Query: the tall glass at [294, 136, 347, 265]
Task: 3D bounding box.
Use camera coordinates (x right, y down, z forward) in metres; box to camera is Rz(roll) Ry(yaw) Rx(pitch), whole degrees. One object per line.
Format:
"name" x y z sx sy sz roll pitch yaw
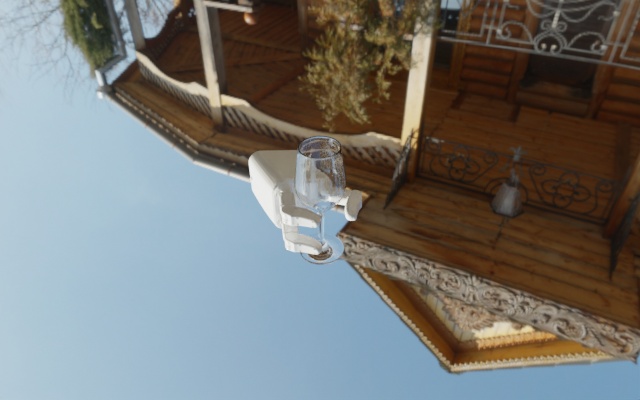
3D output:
"tall glass" 0.000 0.003 0.733 0.079 0.201 0.079 -1 39 0
